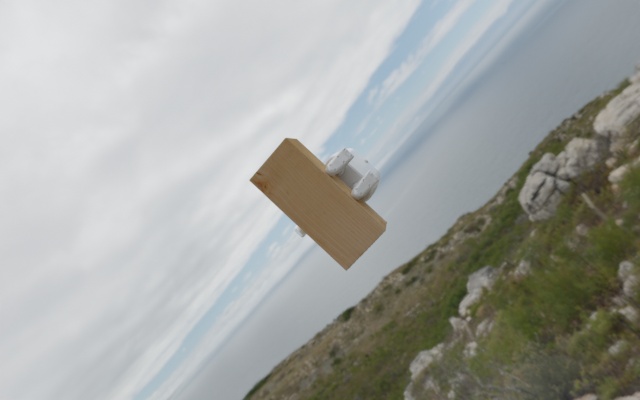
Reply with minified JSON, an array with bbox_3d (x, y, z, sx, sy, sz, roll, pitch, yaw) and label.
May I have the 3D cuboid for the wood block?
[{"bbox_3d":[0.000,0.003,0.767,0.206,0.091,0.090,43,11,2],"label":"wood block"}]
